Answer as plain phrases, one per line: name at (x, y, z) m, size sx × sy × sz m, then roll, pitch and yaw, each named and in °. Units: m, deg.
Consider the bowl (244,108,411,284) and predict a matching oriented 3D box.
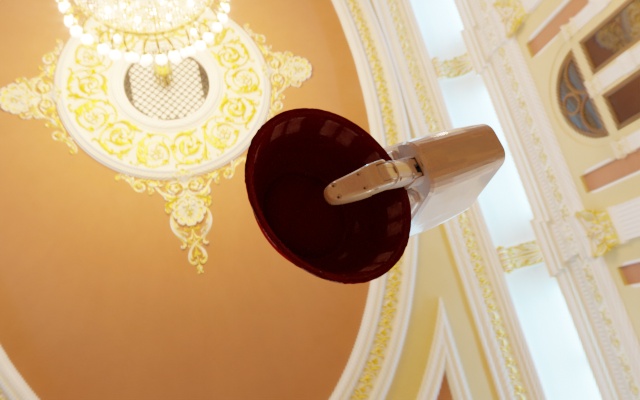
bowl at (-0.001, 0.002, 0.420) m, size 0.162 × 0.162 × 0.055 m, roll 0°, pitch -24°, yaw -33°
